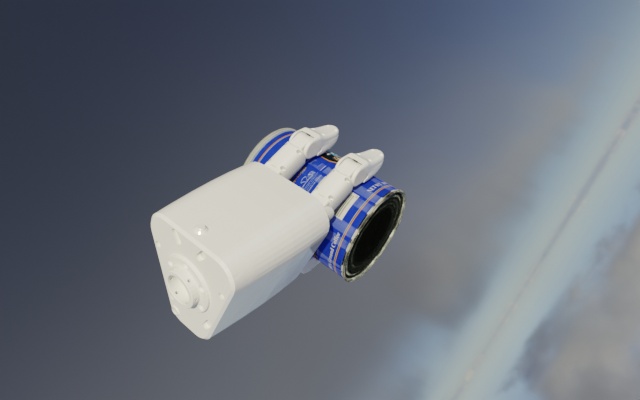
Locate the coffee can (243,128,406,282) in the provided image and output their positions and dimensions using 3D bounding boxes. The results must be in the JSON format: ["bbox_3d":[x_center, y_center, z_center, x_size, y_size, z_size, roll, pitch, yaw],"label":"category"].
[{"bbox_3d":[0.000,0.002,0.488,0.140,0.103,0.103,32,15,25],"label":"coffee can"}]
